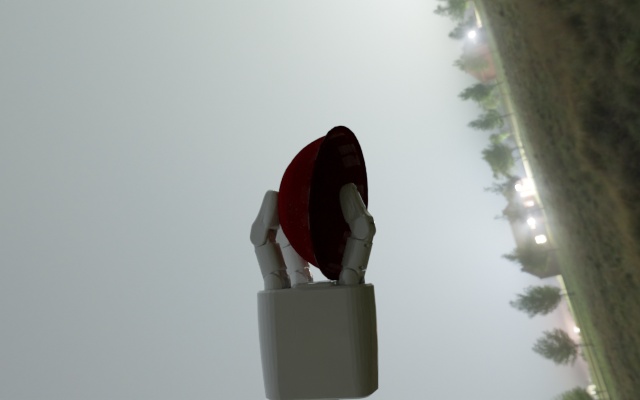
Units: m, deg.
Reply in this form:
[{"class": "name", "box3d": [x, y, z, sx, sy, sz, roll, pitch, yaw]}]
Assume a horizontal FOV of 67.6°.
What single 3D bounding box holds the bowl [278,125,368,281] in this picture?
[{"class": "bowl", "box3d": [0.000, 0.000, 0.509, 0.055, 0.162, 0.162, 3, 1, 25]}]
